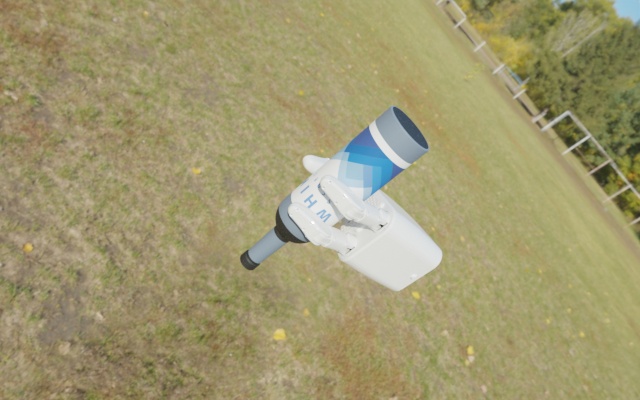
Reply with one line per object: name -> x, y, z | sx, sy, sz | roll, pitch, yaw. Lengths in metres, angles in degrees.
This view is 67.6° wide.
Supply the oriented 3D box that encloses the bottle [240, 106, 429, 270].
bottle -> 0.000, 0.002, 0.606 | 0.296, 0.069, 0.069 | -40, -20, 25
